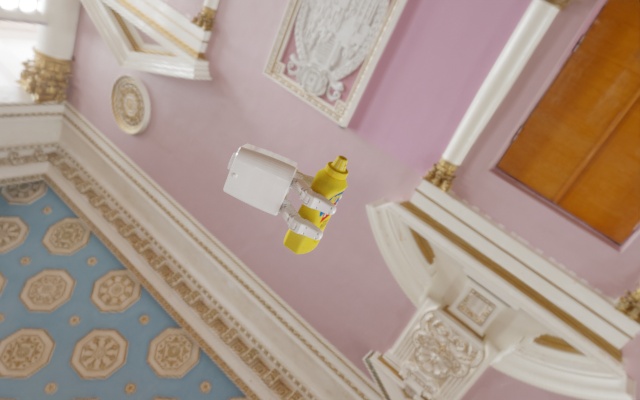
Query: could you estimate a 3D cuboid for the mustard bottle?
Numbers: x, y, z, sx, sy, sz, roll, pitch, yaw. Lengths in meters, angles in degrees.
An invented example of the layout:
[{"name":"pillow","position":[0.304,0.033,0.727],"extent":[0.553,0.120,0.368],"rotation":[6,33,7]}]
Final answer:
[{"name":"mustard bottle","position":[0.000,0.003,0.863],"extent":[0.058,0.192,0.096],"rotation":[34,28,15]}]
